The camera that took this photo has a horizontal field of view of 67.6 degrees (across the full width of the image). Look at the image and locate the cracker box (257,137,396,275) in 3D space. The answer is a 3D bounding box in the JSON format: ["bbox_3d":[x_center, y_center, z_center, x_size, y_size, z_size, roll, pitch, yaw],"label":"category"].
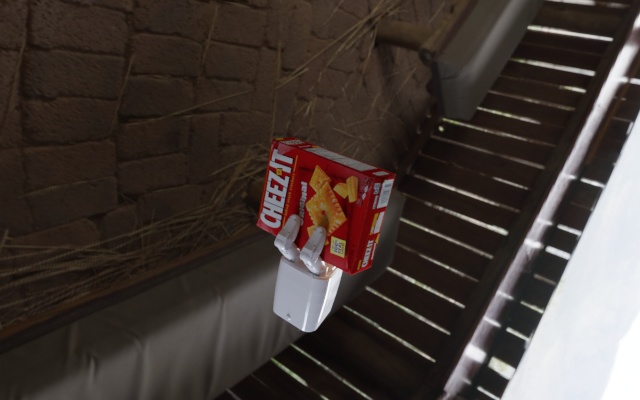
[{"bbox_3d":[0.000,0.003,0.792,0.213,0.164,0.072,24,20,32],"label":"cracker box"}]
